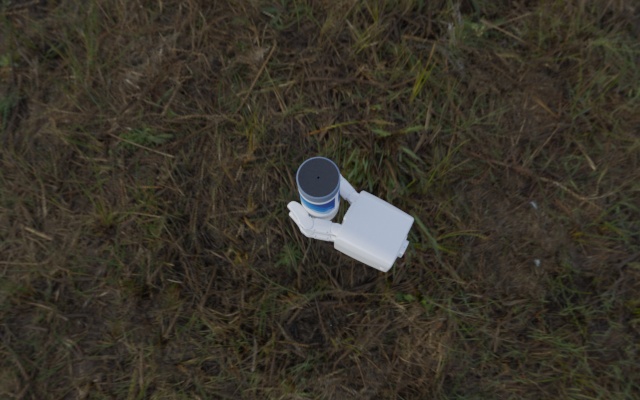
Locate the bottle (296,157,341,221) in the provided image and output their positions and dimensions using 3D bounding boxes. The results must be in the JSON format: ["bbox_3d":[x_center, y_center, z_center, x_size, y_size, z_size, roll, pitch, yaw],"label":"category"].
[{"bbox_3d":[0.000,0.003,0.857,0.069,0.069,0.296,0,-15,1],"label":"bottle"}]
